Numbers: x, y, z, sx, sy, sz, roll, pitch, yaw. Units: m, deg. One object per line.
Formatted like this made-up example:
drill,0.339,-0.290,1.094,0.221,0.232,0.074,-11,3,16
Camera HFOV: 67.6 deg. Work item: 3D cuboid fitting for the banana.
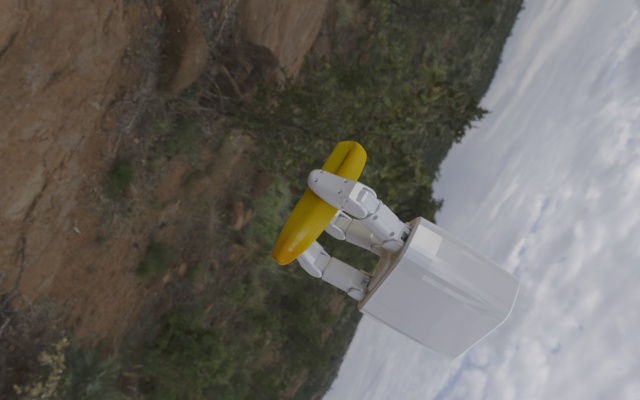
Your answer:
banana,0.010,-0.013,0.469,0.037,0.070,0.197,33,36,-2
